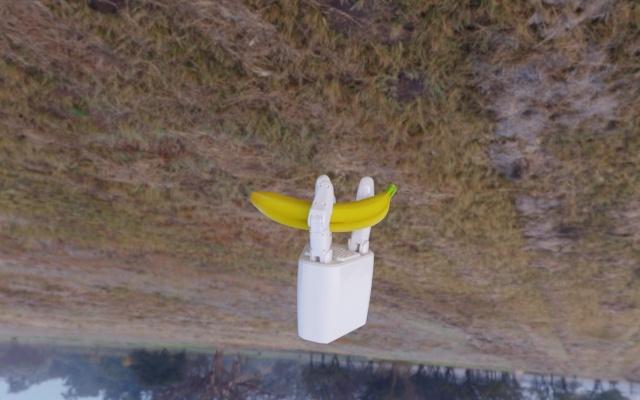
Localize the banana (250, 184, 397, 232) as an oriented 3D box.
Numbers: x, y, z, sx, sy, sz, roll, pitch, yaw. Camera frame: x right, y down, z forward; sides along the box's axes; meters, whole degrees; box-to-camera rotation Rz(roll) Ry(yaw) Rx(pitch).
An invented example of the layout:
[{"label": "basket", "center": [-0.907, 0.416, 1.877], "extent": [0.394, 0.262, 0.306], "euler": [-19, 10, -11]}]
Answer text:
[{"label": "banana", "center": [0.003, 0.012, 0.626], "extent": [0.198, 0.037, 0.069], "euler": [-1, 34, 1]}]
